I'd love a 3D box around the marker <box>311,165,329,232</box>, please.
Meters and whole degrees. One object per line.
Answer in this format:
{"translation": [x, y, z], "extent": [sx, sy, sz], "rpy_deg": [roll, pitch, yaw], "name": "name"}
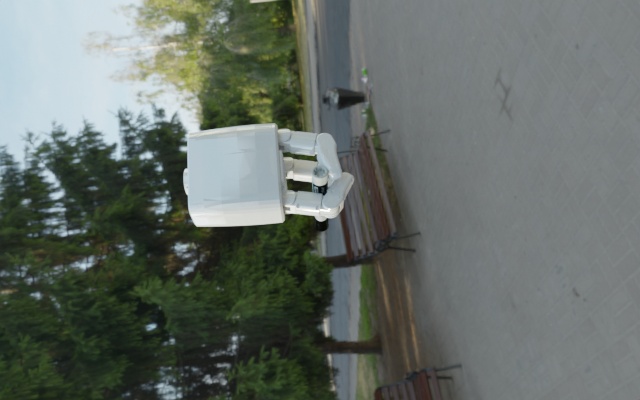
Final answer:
{"translation": [0.000, 0.002, 0.581], "extent": [0.020, 0.020, 0.121], "rpy_deg": [0, -34, 1], "name": "marker"}
